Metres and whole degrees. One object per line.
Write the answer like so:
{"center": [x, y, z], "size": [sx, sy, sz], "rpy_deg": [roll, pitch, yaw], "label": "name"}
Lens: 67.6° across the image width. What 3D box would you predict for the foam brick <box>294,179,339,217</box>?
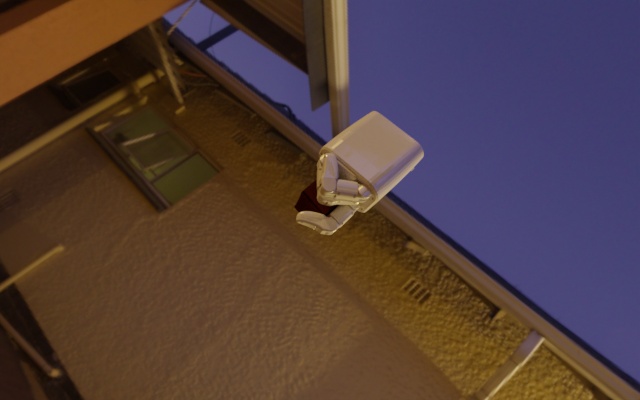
{"center": [0.000, 0.002, 0.733], "size": [0.051, 0.053, 0.078], "rpy_deg": [-40, -5, -20], "label": "foam brick"}
